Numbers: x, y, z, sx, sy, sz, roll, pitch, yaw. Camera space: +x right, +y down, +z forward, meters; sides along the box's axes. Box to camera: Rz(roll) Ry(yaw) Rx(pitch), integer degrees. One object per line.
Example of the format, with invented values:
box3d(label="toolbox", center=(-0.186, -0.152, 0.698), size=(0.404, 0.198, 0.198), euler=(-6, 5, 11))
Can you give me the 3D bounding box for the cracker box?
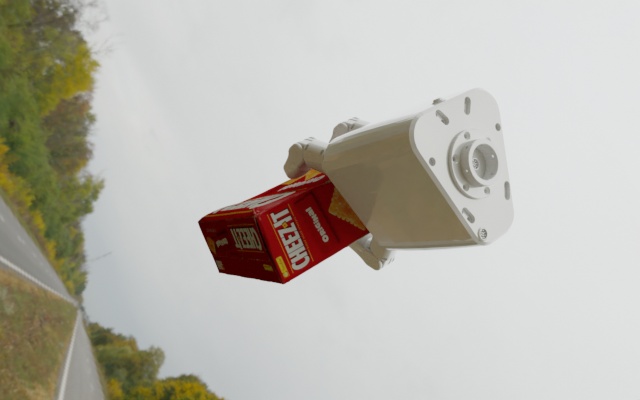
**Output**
box3d(label="cracker box", center=(0.000, 0.002, 0.496), size=(0.213, 0.072, 0.164), euler=(-27, 9, -29))
